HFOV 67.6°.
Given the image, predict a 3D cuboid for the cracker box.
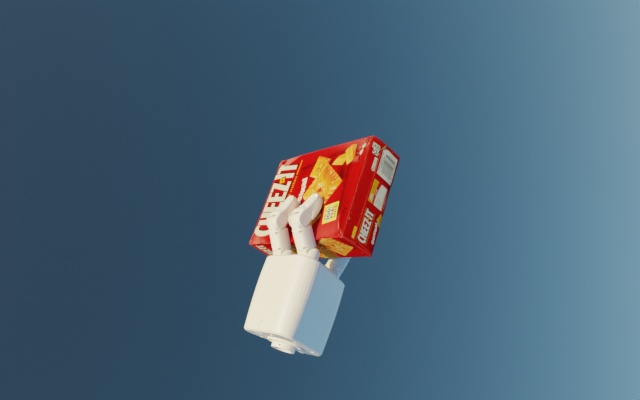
[{"bbox_3d":[0.000,0.002,0.722,0.214,0.164,0.072,-9,-36,47],"label":"cracker box"}]
